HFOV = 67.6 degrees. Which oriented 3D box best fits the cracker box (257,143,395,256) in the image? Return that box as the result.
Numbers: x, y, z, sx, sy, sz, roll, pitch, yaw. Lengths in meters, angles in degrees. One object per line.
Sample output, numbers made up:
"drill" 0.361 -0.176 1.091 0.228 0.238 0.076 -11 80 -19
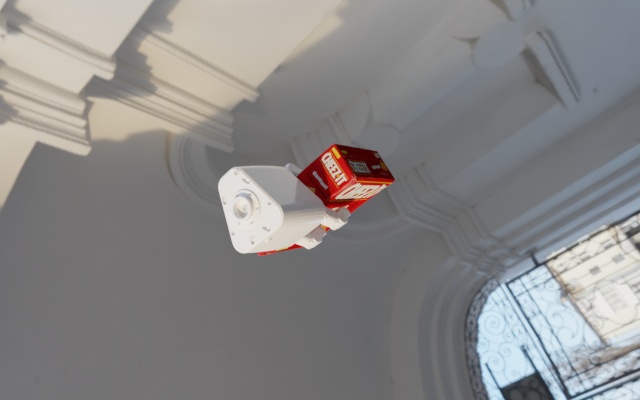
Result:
"cracker box" 0.000 0.003 0.793 0.214 0.072 0.164 -38 -16 25
